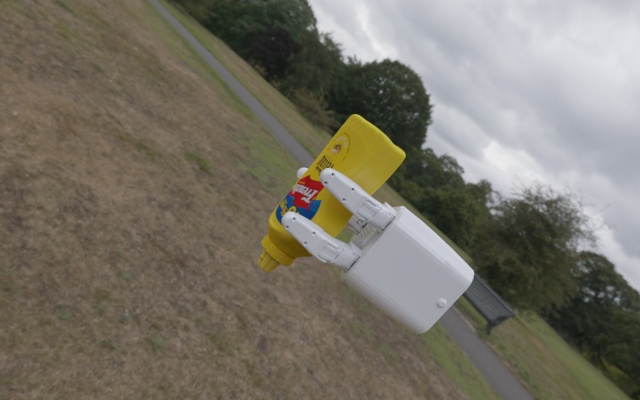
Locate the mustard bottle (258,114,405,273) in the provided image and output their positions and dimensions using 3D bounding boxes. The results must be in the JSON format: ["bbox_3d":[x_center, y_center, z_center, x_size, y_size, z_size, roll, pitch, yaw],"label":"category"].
[{"bbox_3d":[0.000,0.001,0.507,0.058,0.191,0.096,36,9,-30],"label":"mustard bottle"}]
